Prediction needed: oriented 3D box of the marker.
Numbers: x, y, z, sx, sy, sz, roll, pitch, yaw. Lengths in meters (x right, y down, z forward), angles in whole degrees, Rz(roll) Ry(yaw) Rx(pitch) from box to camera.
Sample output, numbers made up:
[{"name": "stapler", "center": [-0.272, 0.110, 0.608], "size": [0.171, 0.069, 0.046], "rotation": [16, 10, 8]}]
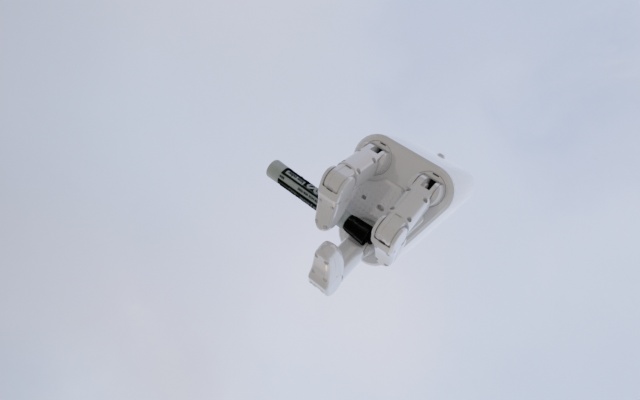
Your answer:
[{"name": "marker", "center": [0.000, 0.001, 0.430], "size": [0.121, 0.020, 0.020], "rotation": [35, 15, 22]}]
